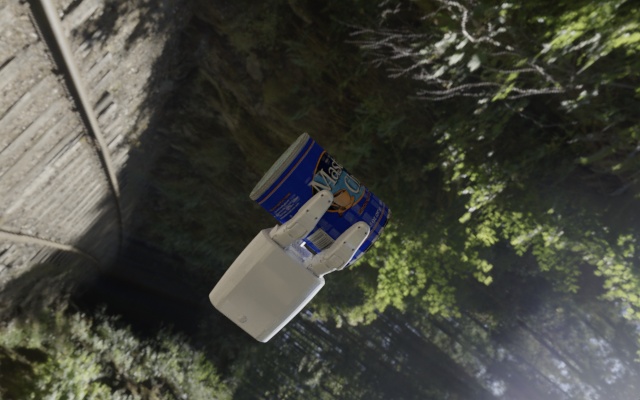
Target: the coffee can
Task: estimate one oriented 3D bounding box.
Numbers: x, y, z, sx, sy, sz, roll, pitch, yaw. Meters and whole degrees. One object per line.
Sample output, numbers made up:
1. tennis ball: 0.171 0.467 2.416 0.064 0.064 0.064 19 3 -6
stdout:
1. coffee can: 0.000 0.002 0.582 0.140 0.103 0.103 41 -9 -11
